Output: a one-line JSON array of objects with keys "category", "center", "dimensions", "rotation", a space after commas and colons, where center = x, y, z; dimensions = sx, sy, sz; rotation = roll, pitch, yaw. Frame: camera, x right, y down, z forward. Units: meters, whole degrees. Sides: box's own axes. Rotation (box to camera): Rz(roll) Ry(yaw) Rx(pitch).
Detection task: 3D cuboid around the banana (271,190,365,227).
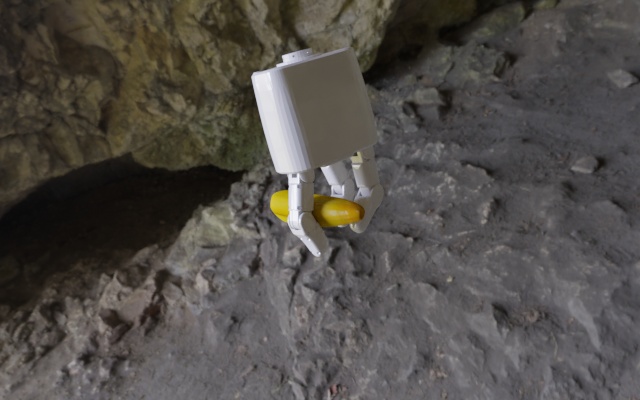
[{"category": "banana", "center": [-0.018, 0.006, 0.573], "dimensions": [0.069, 0.037, 0.198], "rotation": [-14, 10, -19]}]
